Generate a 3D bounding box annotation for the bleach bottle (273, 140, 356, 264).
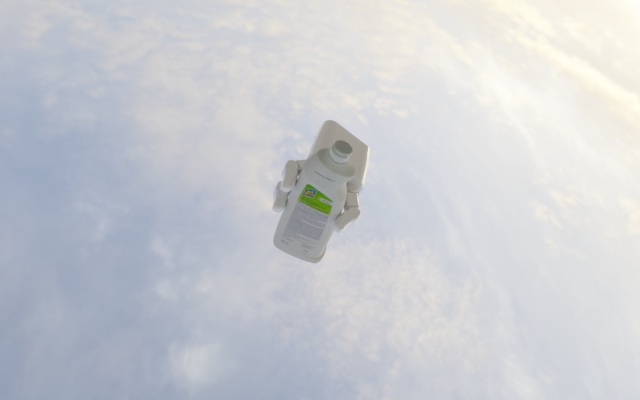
[{"bbox_3d":[0.000,0.003,0.784,0.102,0.068,0.251,22,-44,-6],"label":"bleach bottle"}]
